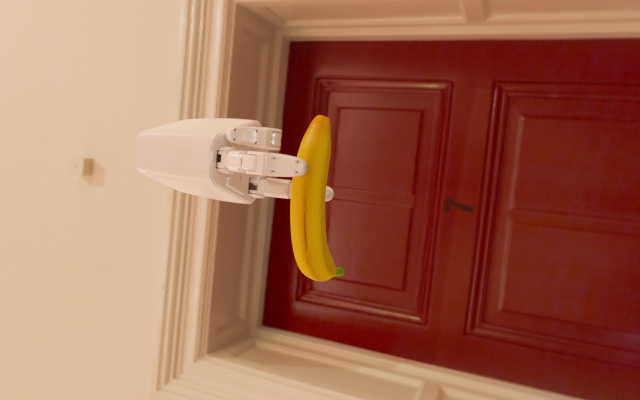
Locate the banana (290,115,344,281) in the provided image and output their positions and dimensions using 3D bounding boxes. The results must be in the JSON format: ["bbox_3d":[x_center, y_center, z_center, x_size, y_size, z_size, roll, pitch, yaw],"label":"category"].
[{"bbox_3d":[-0.007,0.013,0.504,0.037,0.198,0.069,7,29,21],"label":"banana"}]
